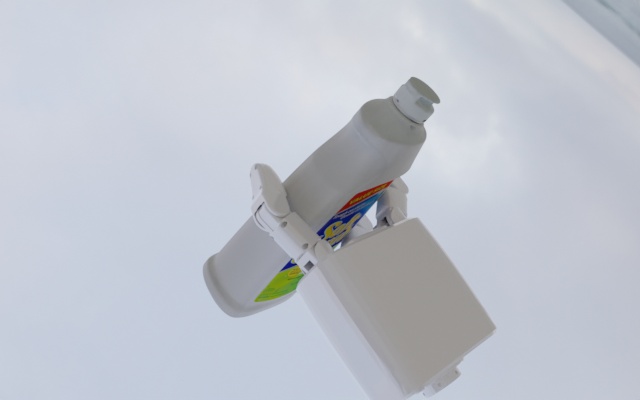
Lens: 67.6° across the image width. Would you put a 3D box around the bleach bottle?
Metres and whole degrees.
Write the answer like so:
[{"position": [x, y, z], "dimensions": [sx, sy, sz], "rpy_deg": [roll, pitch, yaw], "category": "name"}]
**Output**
[{"position": [0.000, 0.001, 0.401], "dimensions": [0.102, 0.068, 0.251], "rpy_deg": [-9, -33, -49], "category": "bleach bottle"}]
